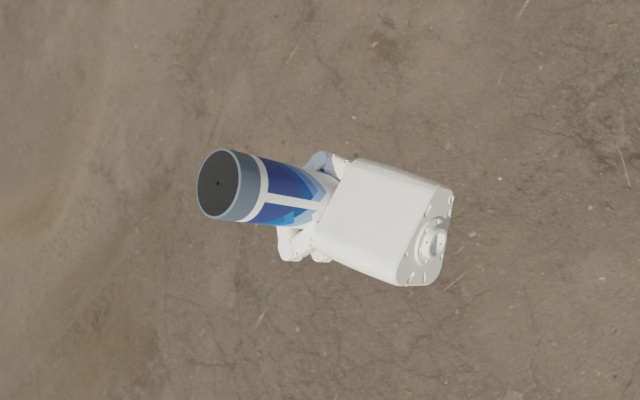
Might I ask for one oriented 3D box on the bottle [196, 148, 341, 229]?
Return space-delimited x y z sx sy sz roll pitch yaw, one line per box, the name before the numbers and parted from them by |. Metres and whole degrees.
bottle | 0.000 0.002 0.552 0.069 0.069 0.296 0 -7 41
